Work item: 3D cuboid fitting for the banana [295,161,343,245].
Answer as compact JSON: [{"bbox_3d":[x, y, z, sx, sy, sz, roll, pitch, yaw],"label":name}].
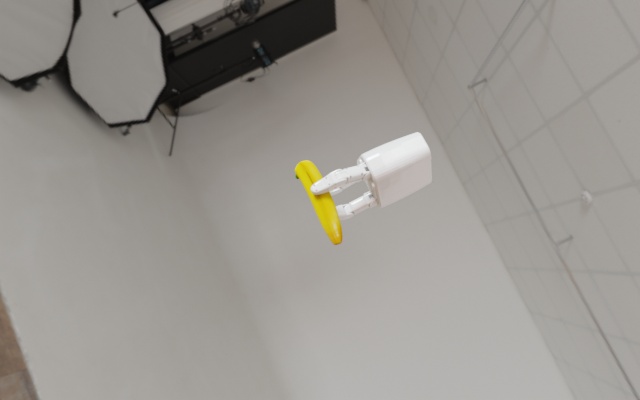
[{"bbox_3d":[-0.005,-0.012,0.818,0.037,0.070,0.197,-23,46,-6],"label":"banana"}]
